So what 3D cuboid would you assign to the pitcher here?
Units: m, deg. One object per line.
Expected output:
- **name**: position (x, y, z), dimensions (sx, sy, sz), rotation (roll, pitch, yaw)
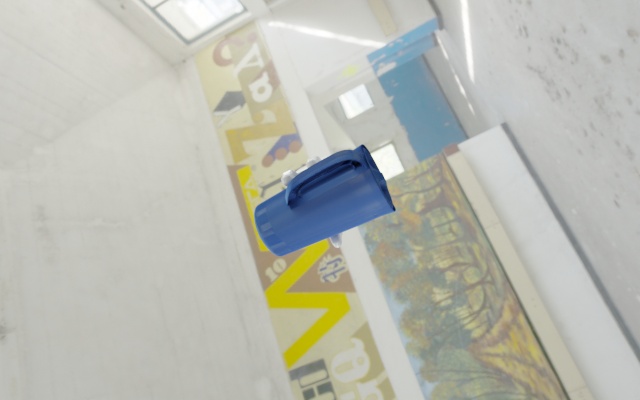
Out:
- **pitcher**: position (0.000, 0.003, 0.865), dimensions (0.243, 0.149, 0.145), rotation (-26, 11, 13)
